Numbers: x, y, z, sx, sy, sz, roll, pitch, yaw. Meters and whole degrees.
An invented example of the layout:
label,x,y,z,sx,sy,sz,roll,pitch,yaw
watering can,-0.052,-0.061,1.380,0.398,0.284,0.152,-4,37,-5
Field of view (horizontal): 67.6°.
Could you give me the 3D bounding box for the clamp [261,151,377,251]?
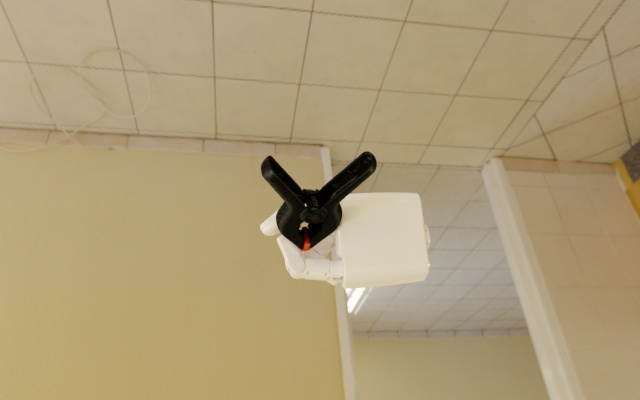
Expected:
label,x,y,z,sx,sy,sz,roll,pitch,yaw
clamp,0.000,0.002,0.544,0.120,0.039,0.172,-4,-32,-2
